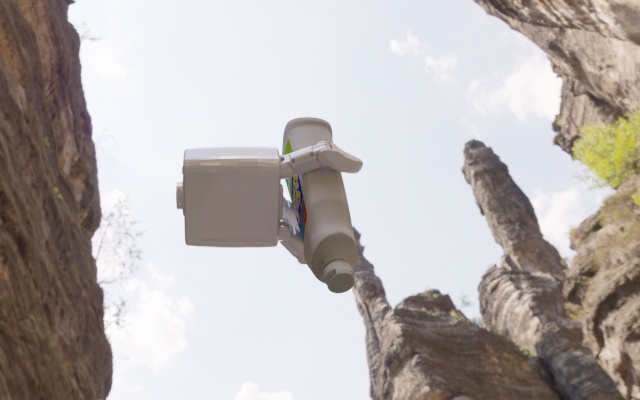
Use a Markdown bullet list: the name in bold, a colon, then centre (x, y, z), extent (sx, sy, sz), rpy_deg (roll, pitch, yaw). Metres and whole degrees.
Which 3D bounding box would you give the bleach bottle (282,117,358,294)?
- **bleach bottle**: centre (0.000, 0.002, 0.567), extent (0.068, 0.103, 0.250), rpy_deg (-1, 36, -12)
